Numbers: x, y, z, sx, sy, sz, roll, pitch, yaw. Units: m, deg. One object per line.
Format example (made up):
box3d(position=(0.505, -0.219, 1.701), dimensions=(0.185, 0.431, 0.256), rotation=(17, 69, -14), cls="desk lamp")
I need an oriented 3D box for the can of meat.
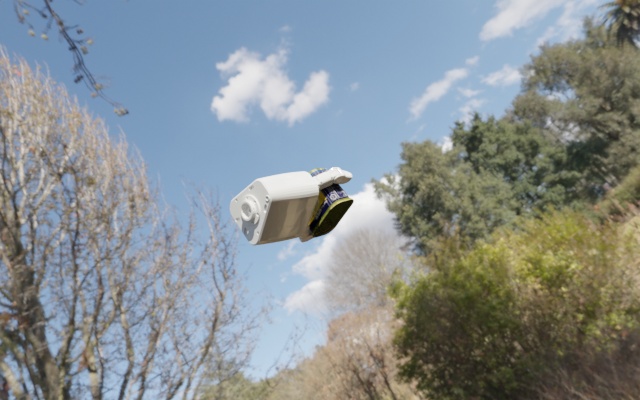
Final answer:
box3d(position=(0.000, 0.003, 0.871), dimensions=(0.057, 0.084, 0.102), rotation=(-14, -32, -43), cls="can of meat")
